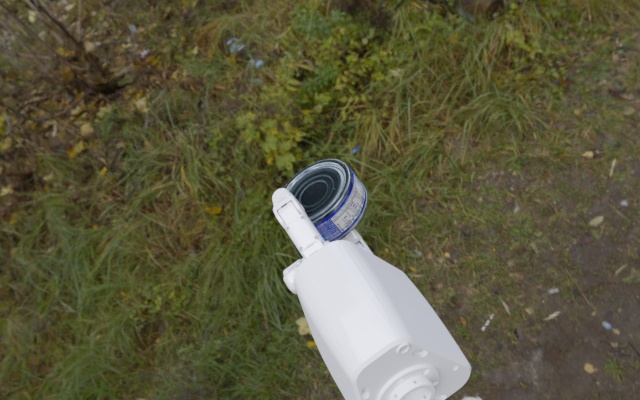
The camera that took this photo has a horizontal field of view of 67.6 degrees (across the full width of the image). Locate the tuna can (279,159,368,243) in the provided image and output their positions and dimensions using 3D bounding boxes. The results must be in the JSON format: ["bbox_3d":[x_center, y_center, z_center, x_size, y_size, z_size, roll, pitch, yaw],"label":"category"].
[{"bbox_3d":[0.000,0.001,0.458,0.086,0.086,0.034,0,-38,41],"label":"tuna can"}]
